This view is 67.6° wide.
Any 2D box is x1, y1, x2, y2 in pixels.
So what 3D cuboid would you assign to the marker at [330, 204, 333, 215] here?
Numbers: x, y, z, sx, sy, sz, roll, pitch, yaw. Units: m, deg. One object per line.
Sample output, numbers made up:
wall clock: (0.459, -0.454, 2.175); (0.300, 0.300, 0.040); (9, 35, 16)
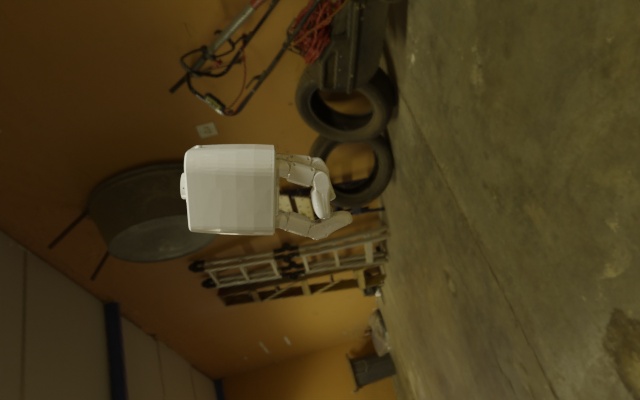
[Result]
marker: (0.000, 0.002, 0.656); (0.020, 0.020, 0.121); (0, 11, -6)
